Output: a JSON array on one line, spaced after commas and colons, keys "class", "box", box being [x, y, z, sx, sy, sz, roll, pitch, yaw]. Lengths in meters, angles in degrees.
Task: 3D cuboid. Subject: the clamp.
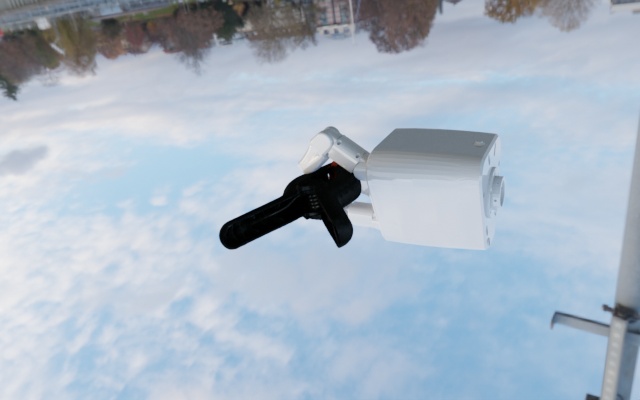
[{"class": "clamp", "box": [0.000, 0.002, 0.447, 0.120, 0.039, 0.171, 7, 29, 29]}]
